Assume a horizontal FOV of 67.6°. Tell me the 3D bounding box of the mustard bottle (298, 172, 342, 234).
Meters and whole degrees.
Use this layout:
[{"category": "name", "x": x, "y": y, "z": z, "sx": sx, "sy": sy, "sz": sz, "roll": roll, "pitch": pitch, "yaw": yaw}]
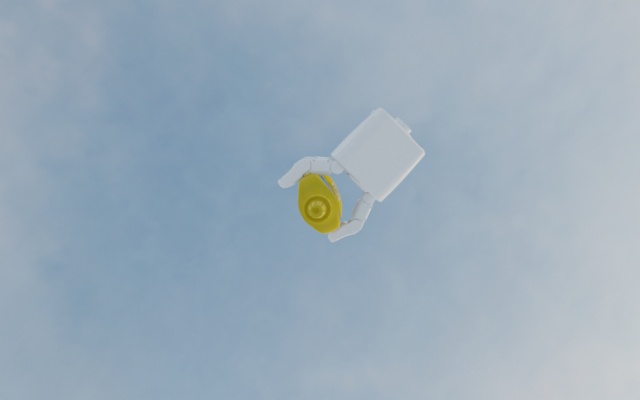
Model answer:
[{"category": "mustard bottle", "x": 0.000, "y": 0.003, "z": 0.758, "sx": 0.058, "sy": 0.096, "sz": 0.191, "roll": -21, "pitch": 6, "yaw": 5}]
